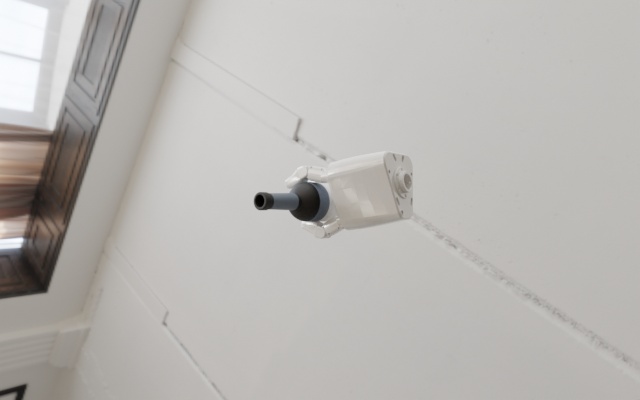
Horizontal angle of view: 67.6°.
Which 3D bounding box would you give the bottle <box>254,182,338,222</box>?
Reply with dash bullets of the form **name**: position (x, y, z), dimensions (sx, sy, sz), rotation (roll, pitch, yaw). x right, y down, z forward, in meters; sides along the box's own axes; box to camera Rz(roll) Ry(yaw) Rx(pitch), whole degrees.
- **bottle**: position (0.000, 0.003, 0.818), dimensions (0.069, 0.069, 0.296), rotation (0, -1, 37)
